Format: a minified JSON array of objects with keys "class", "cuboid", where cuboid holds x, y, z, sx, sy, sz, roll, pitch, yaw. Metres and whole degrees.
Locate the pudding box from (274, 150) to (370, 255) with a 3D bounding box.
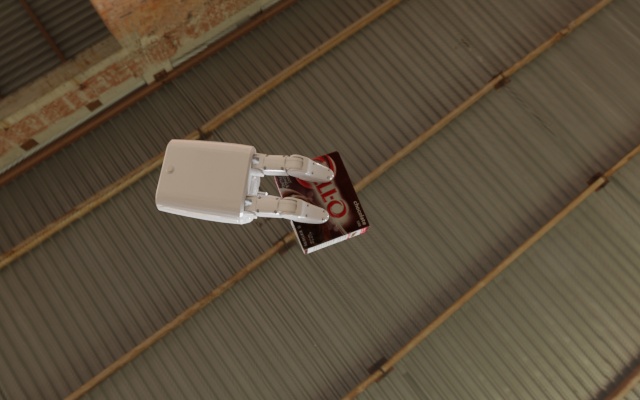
[{"class":"pudding box","cuboid":[0.000,0.002,0.614,0.090,0.113,0.039,-20,-14,-9]}]
